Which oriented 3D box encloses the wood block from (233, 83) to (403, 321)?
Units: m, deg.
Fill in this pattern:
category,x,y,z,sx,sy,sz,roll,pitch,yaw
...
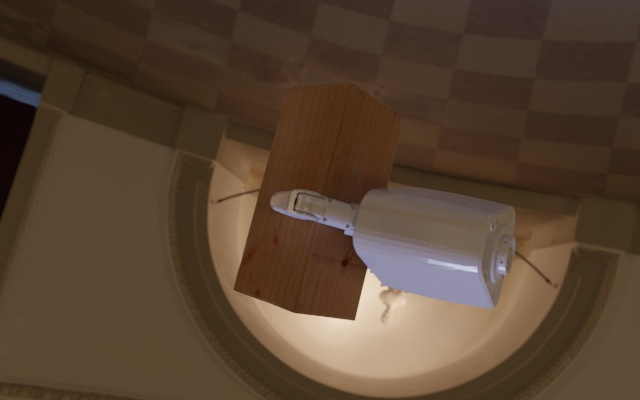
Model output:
category,x,y,z,sx,sy,sz,roll,pitch,yaw
wood block,0.000,0.002,0.469,0.090,0.206,0.091,8,-9,44
